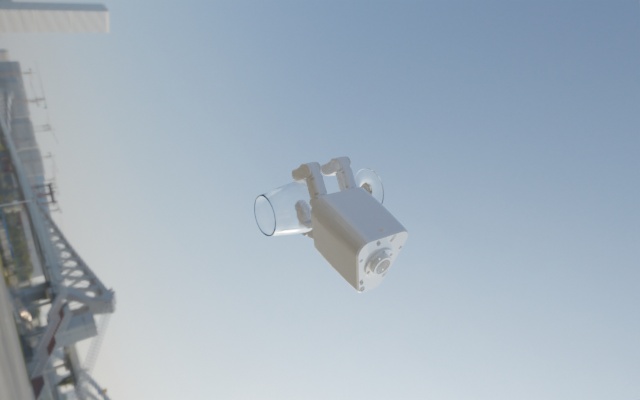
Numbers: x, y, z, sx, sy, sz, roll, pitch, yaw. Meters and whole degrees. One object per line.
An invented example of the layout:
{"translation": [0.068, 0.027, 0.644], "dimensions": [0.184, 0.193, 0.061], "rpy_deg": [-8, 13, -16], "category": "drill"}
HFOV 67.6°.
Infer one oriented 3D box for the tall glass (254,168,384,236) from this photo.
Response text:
{"translation": [0.001, 0.002, 0.739], "dimensions": [0.201, 0.079, 0.079], "rpy_deg": [-13, 7, -33], "category": "tall glass"}
